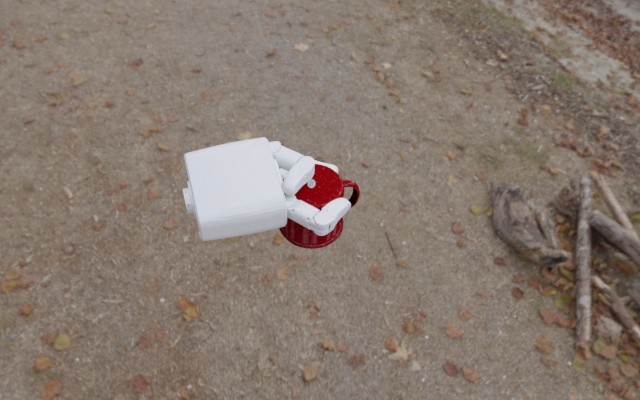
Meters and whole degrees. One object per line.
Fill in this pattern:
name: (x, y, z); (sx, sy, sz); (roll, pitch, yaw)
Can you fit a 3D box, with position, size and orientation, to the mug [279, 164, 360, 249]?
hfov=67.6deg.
mug: (0.002, 0.002, 0.652); (0.117, 0.093, 0.082); (-13, -39, -15)
